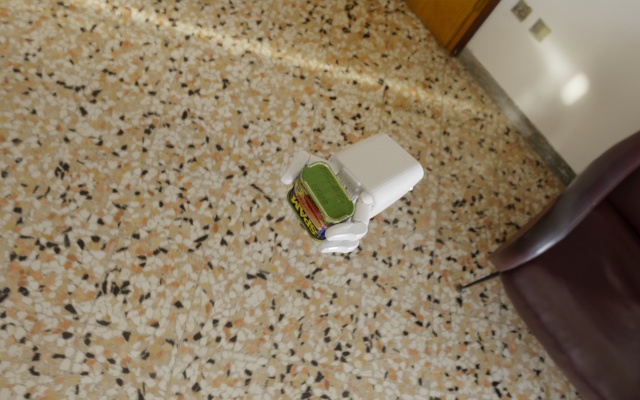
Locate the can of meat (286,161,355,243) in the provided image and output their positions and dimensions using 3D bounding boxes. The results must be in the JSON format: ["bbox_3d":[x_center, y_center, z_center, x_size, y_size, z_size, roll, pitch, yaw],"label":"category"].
[{"bbox_3d":[0.000,0.002,0.718,0.057,0.102,0.084,-27,-13,-25],"label":"can of meat"}]
